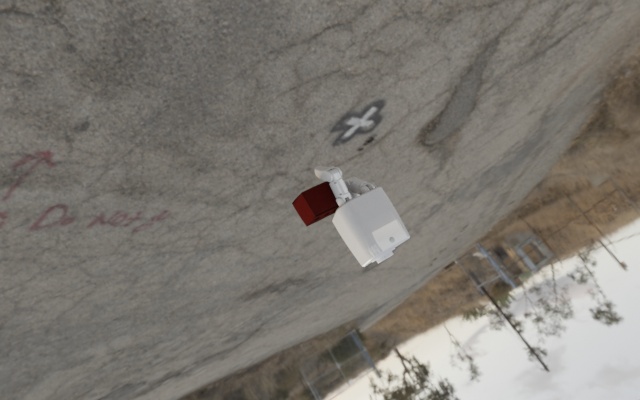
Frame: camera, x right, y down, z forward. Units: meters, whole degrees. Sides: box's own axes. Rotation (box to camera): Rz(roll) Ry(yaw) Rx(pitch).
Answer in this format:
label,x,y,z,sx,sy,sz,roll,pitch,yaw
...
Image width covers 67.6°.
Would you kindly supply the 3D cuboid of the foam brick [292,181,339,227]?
label,x,y,z,sx,sy,sz,roll,pitch,yaw
foam brick,0.000,0.003,0.853,0.078,0.051,0.053,-25,-10,-29
